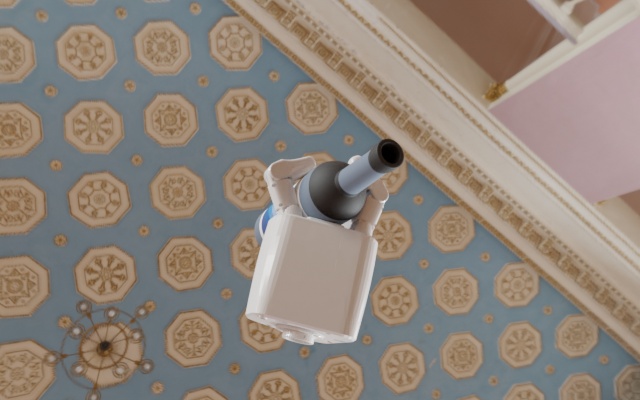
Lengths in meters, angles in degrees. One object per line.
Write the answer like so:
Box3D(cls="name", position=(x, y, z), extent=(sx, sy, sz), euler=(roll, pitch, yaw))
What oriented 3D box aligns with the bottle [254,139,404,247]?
Box3D(cls="bottle", position=(0.000, 0.002, 0.532), extent=(0.069, 0.069, 0.296), euler=(0, -17, -25))
